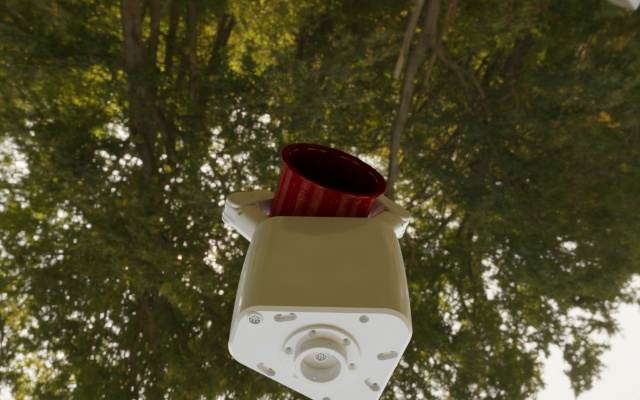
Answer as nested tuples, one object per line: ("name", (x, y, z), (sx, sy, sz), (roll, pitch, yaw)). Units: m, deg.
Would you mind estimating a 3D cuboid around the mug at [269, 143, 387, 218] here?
("mug", (0.000, 0.001, 0.427), (0.093, 0.081, 0.117), (16, 26, -7))
